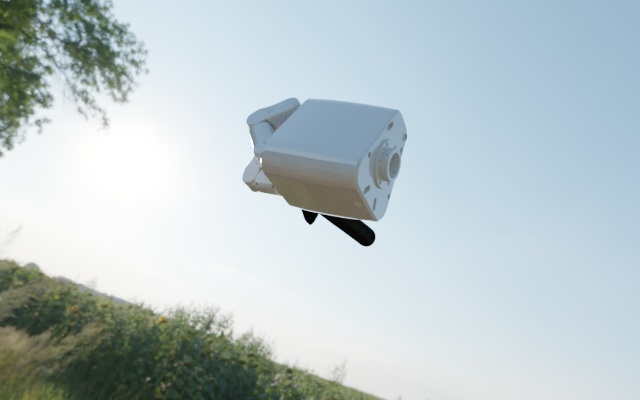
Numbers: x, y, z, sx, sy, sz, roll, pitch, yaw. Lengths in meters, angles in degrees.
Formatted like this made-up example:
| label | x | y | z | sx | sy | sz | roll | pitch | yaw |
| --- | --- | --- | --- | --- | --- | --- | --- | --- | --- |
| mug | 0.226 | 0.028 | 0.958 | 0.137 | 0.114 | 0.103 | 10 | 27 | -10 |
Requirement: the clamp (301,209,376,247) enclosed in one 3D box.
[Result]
| label | x | y | z | sx | sy | sz | roll | pitch | yaw |
| --- | --- | --- | --- | --- | --- | --- | --- | --- | --- |
| clamp | 0.000 | 0.001 | 0.590 | 0.120 | 0.039 | 0.171 | 16 | -20 | 32 |
